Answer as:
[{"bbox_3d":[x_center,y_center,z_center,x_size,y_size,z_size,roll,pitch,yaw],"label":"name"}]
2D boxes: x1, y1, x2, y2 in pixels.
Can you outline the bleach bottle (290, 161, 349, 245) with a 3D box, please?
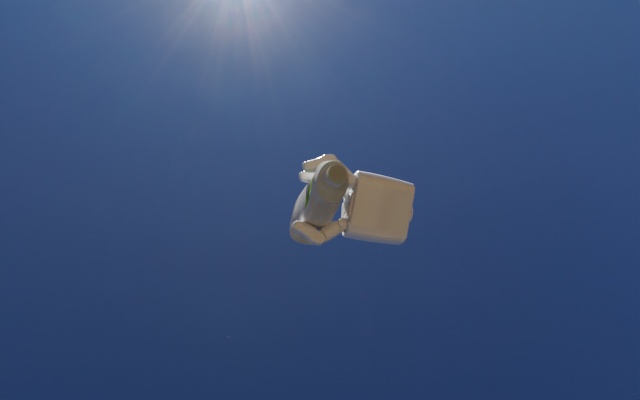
[{"bbox_3d":[0.000,0.003,0.813,0.068,0.102,0.251,12,-18,-8],"label":"bleach bottle"}]
